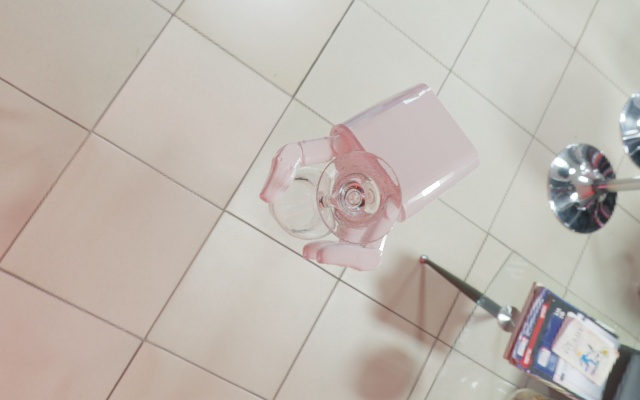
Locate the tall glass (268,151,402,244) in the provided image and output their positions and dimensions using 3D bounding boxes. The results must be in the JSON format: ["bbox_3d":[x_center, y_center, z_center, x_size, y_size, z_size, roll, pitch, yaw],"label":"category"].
[{"bbox_3d":[0.000,0.002,0.470,0.079,0.079,0.201,0,-2,-19],"label":"tall glass"}]
